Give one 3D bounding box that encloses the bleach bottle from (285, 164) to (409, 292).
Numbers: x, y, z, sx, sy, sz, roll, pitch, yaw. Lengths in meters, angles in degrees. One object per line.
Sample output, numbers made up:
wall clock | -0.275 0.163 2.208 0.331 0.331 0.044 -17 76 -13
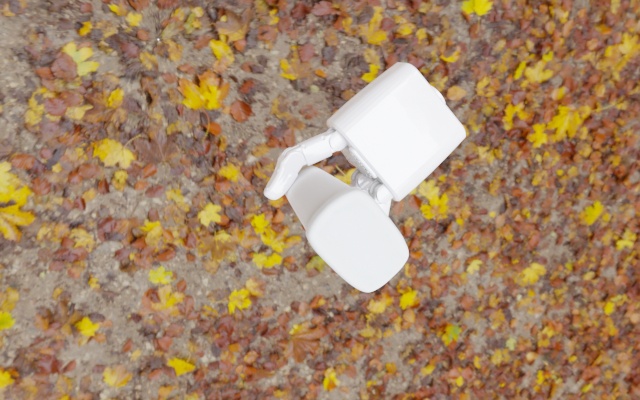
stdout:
bleach bottle | 0.000 0.002 0.525 0.068 0.103 0.250 -42 26 -1
